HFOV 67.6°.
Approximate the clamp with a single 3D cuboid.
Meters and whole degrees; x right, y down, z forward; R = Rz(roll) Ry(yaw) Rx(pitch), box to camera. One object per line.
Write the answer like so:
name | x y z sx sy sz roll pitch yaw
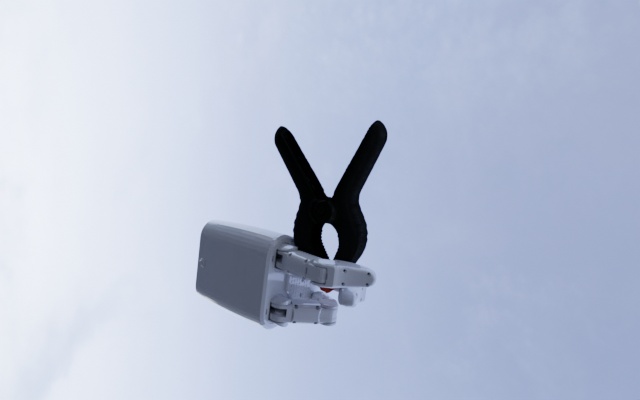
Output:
clamp | 0.000 0.002 0.475 0.120 0.171 0.039 13 9 34
